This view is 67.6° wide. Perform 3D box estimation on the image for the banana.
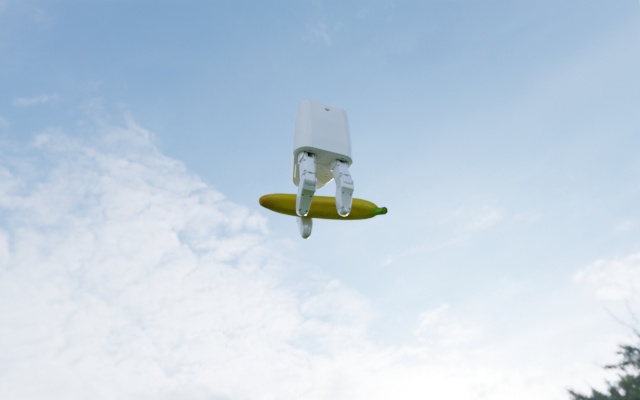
[{"bbox_3d":[0.004,0.008,0.755,0.198,0.037,0.070,3,-16,4],"label":"banana"}]
